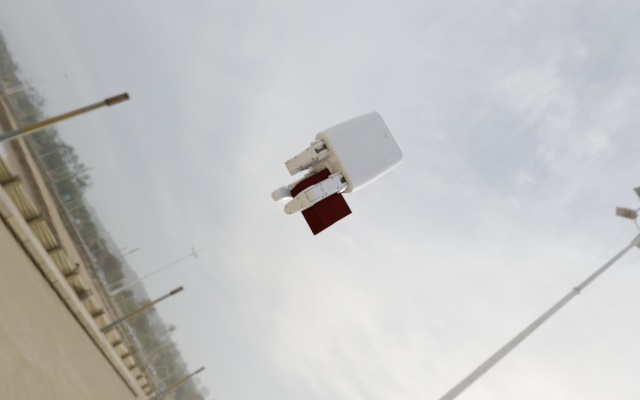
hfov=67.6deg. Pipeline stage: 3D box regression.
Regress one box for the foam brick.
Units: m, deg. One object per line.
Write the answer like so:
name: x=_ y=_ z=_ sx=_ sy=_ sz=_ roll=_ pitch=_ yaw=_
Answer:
foam brick: x=0.000 y=0.003 z=0.699 sx=0.051 sy=0.078 sz=0.053 roll=-28 pitch=-3 yaw=-25
